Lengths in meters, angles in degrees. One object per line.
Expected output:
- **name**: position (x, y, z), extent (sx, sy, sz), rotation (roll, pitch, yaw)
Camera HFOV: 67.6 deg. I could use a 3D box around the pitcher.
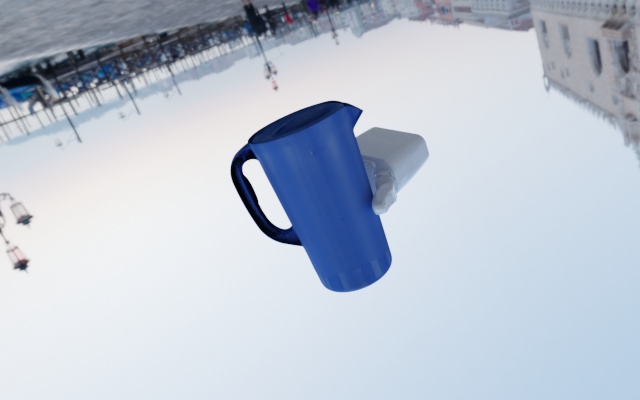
- **pitcher**: position (0.000, 0.002, 0.640), extent (0.149, 0.243, 0.145), rotation (-3, 28, 42)
